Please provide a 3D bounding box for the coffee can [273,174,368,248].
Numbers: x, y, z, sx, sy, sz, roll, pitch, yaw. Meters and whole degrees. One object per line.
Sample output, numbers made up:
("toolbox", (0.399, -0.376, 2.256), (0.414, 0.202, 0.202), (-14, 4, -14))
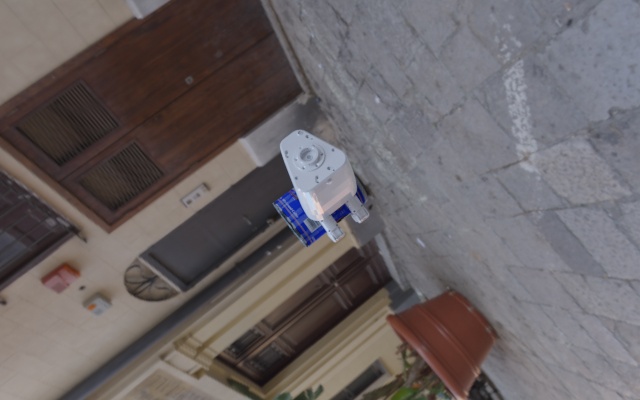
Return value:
("coffee can", (0.000, 0.003, 0.864), (0.140, 0.103, 0.103), (-38, 5, -7))
